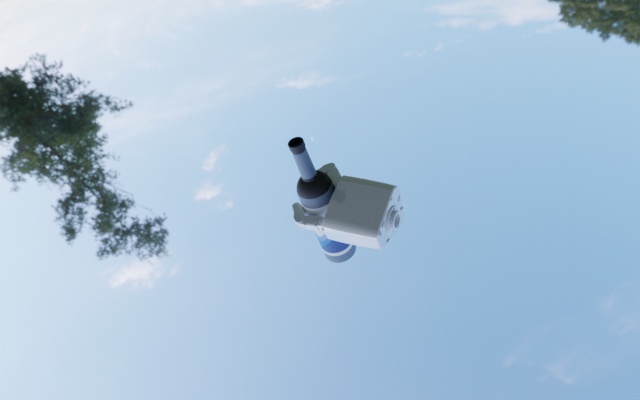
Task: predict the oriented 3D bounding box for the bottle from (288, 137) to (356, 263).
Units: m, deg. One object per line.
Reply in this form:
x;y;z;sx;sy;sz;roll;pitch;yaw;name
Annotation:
0.000;0.003;0.882;0.069;0.069;0.296;0;-42;22;bottle
